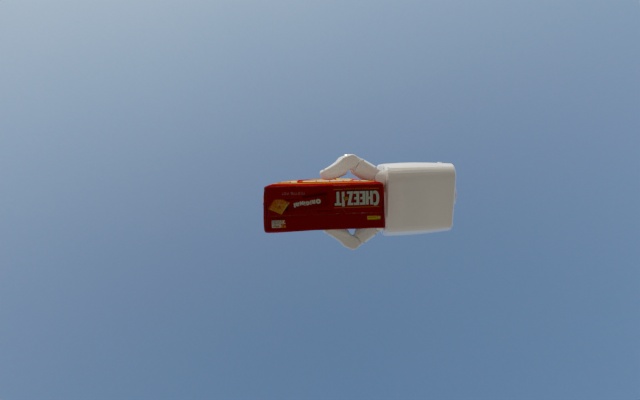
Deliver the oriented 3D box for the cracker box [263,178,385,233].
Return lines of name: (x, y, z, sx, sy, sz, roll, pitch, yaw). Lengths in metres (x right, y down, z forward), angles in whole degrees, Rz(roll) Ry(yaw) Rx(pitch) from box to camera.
cracker box: (0.000, 0.003, 0.737, 0.164, 0.072, 0.213, -3, 3, -3)
